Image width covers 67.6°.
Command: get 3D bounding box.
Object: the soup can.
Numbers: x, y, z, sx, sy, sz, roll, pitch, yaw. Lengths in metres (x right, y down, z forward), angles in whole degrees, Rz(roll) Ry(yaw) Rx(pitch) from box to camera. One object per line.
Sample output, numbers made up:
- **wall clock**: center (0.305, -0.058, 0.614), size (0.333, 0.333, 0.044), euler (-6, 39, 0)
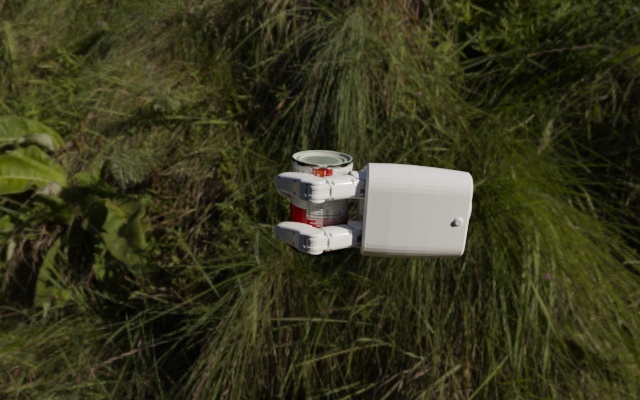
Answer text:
- **soup can**: center (0.000, 0.001, 0.525), size (0.068, 0.102, 0.068), euler (2, 19, -1)
